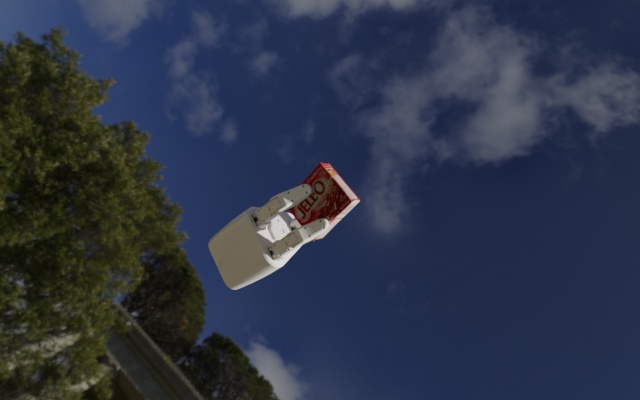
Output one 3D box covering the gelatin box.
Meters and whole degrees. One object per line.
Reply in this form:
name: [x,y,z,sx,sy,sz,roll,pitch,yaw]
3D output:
gelatin box: [0.001,0.002,0.679,0.089,0.073,0.030,-46,-18,25]
